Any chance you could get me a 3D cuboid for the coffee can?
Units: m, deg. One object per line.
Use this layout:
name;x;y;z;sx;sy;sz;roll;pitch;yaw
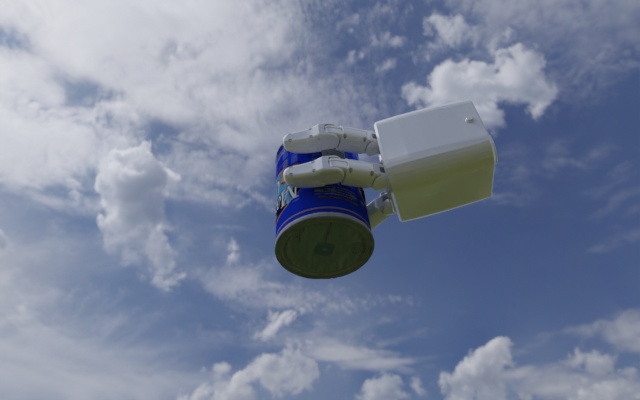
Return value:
coffee can;0.000;0.002;0.536;0.103;0.140;0.103;-3;-44;-3
